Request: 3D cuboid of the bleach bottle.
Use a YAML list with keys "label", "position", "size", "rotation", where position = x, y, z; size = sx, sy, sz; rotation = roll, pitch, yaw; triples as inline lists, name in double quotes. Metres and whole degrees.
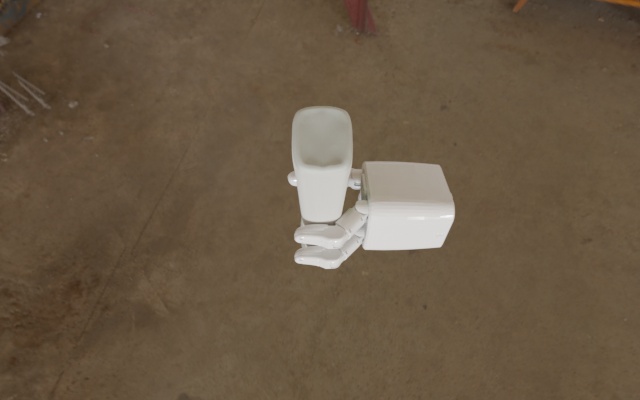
- label: "bleach bottle"
  position: [0.000, 0.002, 0.623]
  size: [0.068, 0.102, 0.251]
  rotation: [0, -34, -1]
